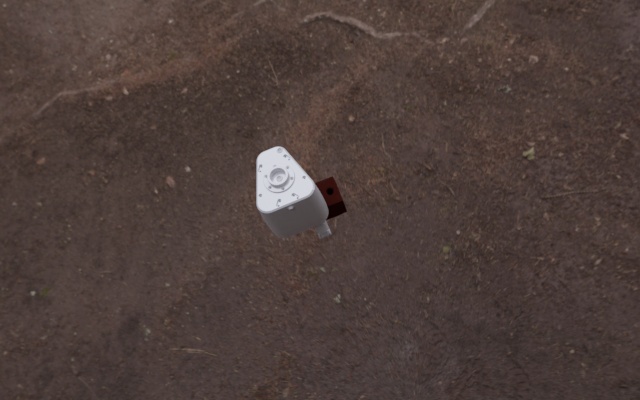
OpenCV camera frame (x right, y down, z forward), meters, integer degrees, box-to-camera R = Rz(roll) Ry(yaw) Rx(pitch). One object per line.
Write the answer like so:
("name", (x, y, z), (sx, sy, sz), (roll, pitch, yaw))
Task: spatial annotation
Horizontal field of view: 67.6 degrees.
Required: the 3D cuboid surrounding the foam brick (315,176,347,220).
("foam brick", (0.000, 0.003, 0.836), (0.078, 0.053, 0.051), (-22, -27, 1))
